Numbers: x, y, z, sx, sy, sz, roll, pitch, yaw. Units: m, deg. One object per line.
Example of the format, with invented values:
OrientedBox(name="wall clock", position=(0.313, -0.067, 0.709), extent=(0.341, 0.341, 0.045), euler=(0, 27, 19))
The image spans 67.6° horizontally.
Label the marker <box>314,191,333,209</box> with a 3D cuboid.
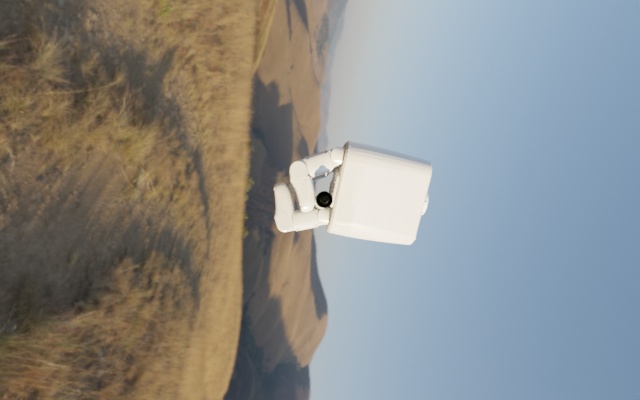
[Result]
OrientedBox(name="marker", position=(0.000, 0.002, 0.581), extent=(0.020, 0.020, 0.121), euler=(0, -3, -5))
